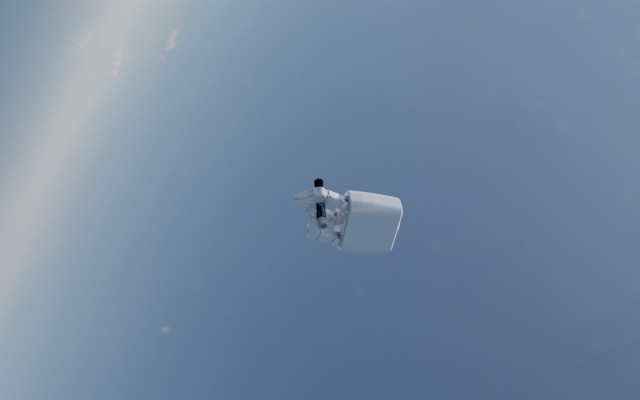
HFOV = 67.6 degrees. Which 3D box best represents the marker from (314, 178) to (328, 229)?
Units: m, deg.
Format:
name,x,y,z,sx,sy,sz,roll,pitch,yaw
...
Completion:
name,x,y,z,sx,sy,sz,roll,pitch,yaw
marker,0.000,0.003,0.886,0.020,0.121,0.020,-3,-45,-3
